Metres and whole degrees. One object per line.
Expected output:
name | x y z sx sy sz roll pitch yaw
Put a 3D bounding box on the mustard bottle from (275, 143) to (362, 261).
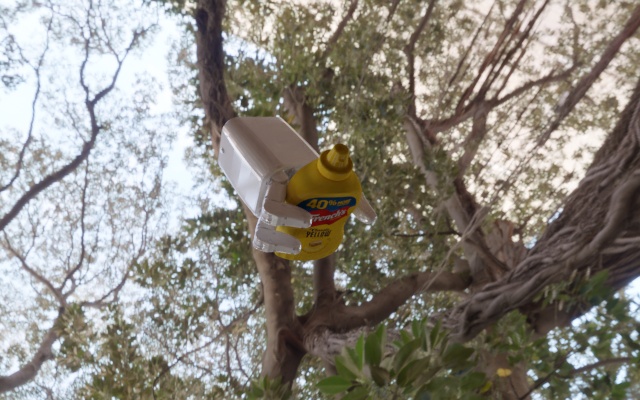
mustard bottle | 0.000 0.002 0.604 0.096 0.058 0.192 -1 -40 -19
